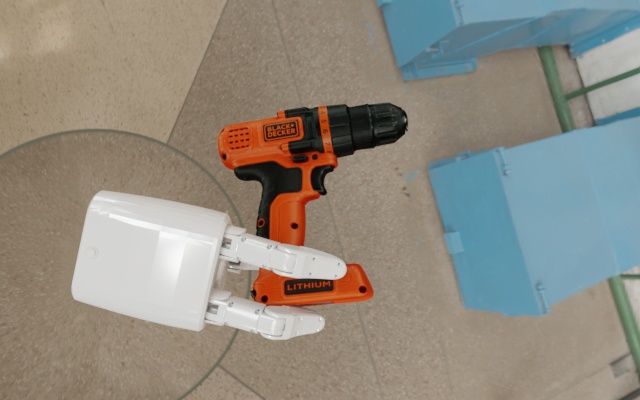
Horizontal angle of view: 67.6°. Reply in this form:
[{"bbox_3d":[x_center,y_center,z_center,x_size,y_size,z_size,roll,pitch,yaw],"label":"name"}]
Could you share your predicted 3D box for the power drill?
[{"bbox_3d":[0.000,0.002,0.445,0.184,0.187,0.057,-8,-17,7],"label":"power drill"}]
